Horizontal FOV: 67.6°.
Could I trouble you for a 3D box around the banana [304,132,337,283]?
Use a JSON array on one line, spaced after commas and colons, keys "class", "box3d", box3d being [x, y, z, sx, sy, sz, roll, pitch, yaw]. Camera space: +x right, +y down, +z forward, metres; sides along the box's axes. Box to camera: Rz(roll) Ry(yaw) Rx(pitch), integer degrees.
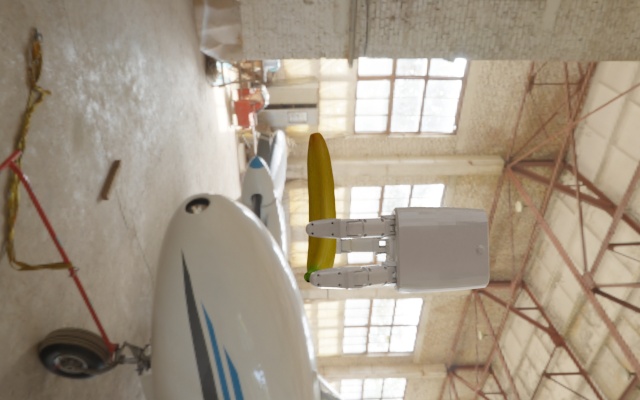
[{"class": "banana", "box3d": [0.001, 0.013, 0.595, 0.037, 0.197, 0.070, -2, -25, 3]}]
